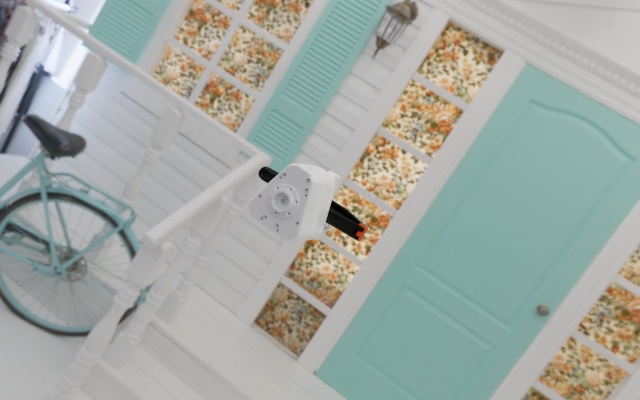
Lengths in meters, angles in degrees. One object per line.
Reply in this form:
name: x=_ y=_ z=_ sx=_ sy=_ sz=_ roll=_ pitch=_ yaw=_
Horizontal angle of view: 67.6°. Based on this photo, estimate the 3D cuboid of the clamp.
clamp: x=0.001 y=0.003 z=0.882 sx=0.210 sy=0.036 sz=0.164 roll=35 pitch=12 yaw=15
